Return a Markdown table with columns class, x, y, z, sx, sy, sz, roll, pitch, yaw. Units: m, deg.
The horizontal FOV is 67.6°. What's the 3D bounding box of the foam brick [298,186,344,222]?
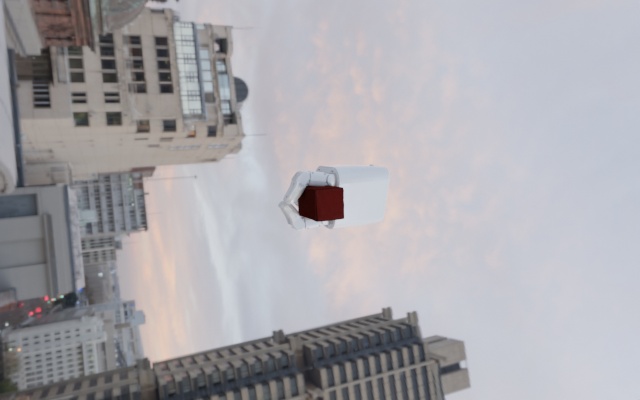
| class | x | y | z | sx | sy | sz | roll | pitch | yaw |
| --- | --- | --- | --- | --- | --- | --- | --- | --- | --- |
| foam brick | 0.000 | 0.003 | 0.788 | 0.051 | 0.053 | 0.078 | -4 | 8 | -24 |
